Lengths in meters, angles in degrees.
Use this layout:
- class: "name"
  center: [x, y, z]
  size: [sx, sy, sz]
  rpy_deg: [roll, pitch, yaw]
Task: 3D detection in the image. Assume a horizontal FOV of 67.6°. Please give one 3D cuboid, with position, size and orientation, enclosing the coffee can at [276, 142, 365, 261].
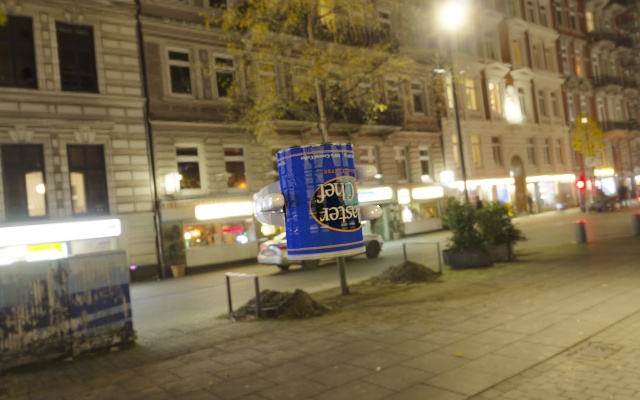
- class: "coffee can"
  center: [0.000, 0.002, 0.623]
  size: [0.103, 0.140, 0.103]
  rpy_deg: [-6, -2, 0]
